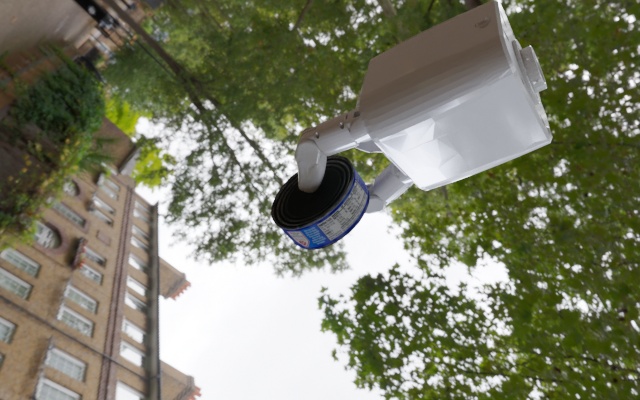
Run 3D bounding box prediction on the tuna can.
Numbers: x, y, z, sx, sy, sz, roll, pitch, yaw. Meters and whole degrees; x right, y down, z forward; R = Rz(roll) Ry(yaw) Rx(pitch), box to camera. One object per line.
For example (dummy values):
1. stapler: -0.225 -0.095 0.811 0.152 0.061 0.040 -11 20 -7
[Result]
1. tuna can: 0.000 0.002 0.427 0.086 0.086 0.034 0 -41 44
